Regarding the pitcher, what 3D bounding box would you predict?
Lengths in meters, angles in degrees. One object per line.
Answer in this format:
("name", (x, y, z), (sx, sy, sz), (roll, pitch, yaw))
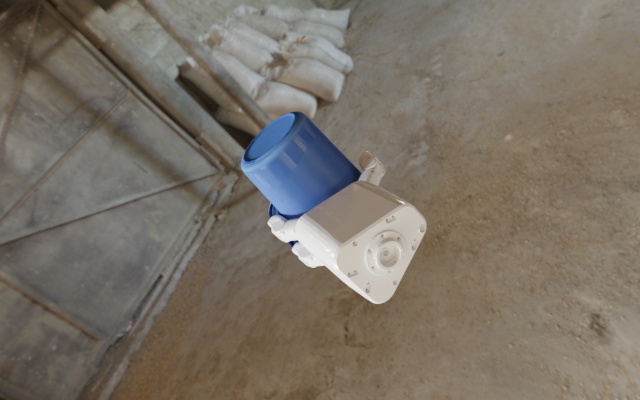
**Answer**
("pitcher", (0.000, 0.002, 0.666), (0.243, 0.149, 0.145), (46, -6, -27))
